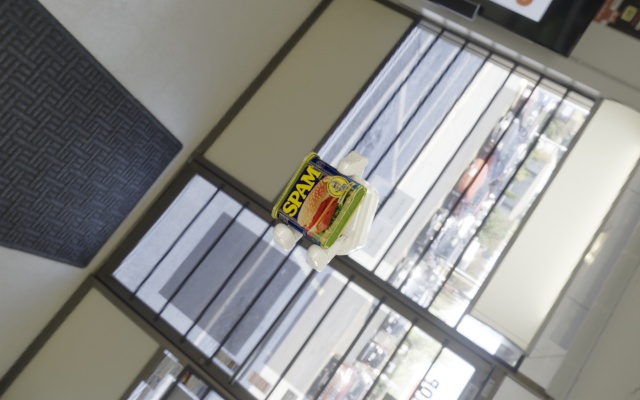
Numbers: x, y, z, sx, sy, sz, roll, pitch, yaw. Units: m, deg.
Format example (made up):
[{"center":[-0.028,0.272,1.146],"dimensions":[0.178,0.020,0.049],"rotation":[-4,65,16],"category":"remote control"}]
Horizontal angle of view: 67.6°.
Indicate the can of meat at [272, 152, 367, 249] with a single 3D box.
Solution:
[{"center":[0.000,0.002,0.627],"dimensions":[0.084,0.102,0.057],"rotation":[33,4,16],"category":"can of meat"}]
